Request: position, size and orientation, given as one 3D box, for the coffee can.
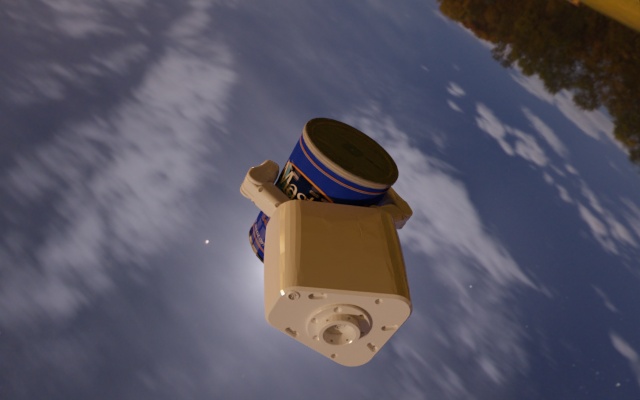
[{"bbox_3d":[0.000,0.001,0.492,0.103,0.140,0.102,23,32,-15],"label":"coffee can"}]
